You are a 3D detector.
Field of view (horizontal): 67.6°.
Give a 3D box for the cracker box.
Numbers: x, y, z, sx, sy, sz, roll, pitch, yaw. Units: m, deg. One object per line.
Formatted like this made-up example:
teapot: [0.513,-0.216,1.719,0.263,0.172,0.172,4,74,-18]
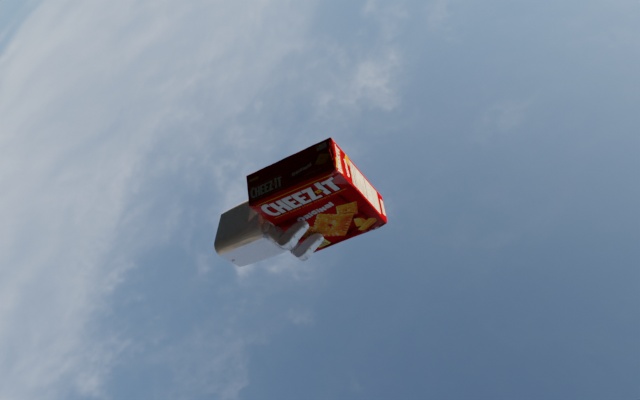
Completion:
cracker box: [0.000,0.003,0.830,0.164,0.072,0.214,-23,-35,19]
